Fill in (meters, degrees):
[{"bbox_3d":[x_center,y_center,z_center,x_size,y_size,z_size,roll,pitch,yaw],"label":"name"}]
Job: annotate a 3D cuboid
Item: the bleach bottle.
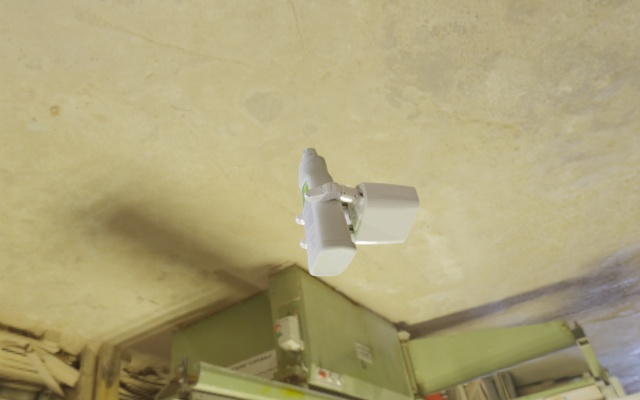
[{"bbox_3d":[0.000,0.003,0.853,0.068,0.250,0.103,3,-37,-18],"label":"bleach bottle"}]
